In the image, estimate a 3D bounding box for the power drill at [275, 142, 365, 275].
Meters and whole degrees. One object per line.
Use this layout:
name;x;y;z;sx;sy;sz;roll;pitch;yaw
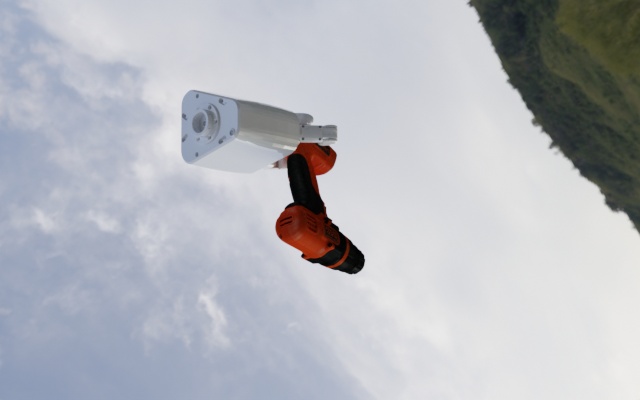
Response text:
power drill;0.000;0.002;0.669;0.057;0.187;0.184;-23;-34;22
